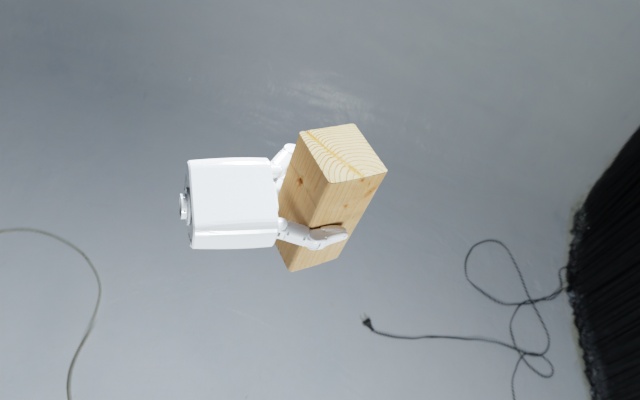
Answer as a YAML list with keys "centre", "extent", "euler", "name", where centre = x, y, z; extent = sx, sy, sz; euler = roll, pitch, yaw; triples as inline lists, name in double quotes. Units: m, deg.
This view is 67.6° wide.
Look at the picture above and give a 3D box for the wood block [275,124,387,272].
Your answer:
- centre: [0.000, 0.002, 0.675]
  extent: [0.090, 0.090, 0.206]
  euler: [-13, -32, -29]
  name: "wood block"
